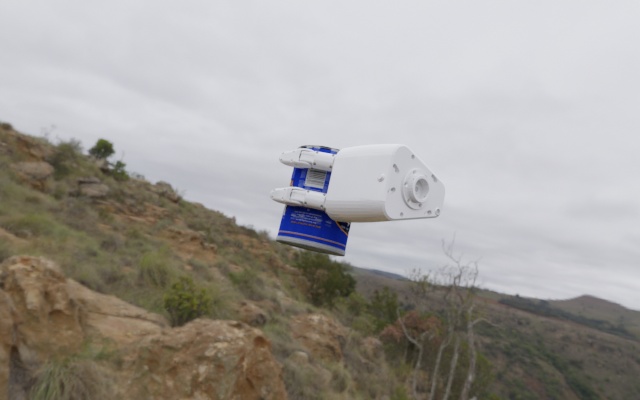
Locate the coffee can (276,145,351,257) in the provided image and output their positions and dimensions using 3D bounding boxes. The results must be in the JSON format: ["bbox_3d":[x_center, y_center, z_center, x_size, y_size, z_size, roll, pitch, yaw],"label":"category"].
[{"bbox_3d":[0.000,0.002,0.698,0.103,0.140,0.103,12,-9,2],"label":"coffee can"}]
